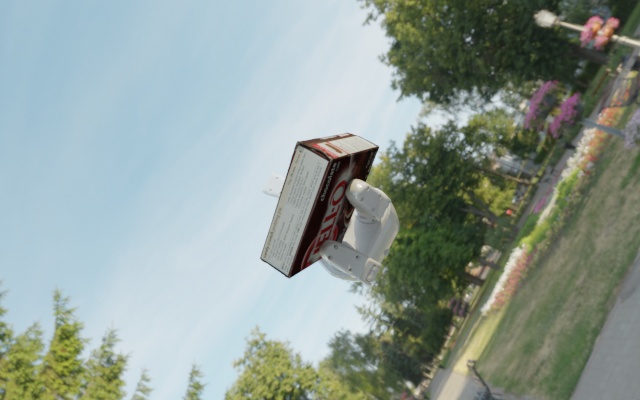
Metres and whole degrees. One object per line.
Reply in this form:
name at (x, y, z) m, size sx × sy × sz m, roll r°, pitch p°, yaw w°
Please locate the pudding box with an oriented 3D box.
pudding box at (0.000, 0.001, 0.412) m, size 0.039 × 0.113 × 0.090 m, roll 27°, pitch 24°, yaw 21°
